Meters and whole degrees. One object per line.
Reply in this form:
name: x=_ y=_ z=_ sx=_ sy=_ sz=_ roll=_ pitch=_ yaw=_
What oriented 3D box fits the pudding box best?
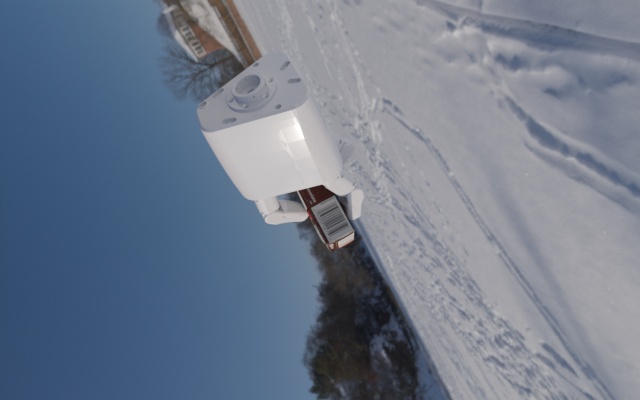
pudding box: x=0.000 y=0.002 z=0.572 sx=0.039 sy=0.113 sz=0.090 roll=-26 pitch=-11 yaw=-1
